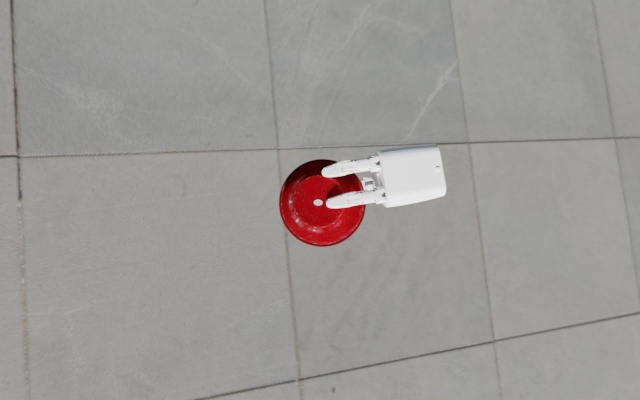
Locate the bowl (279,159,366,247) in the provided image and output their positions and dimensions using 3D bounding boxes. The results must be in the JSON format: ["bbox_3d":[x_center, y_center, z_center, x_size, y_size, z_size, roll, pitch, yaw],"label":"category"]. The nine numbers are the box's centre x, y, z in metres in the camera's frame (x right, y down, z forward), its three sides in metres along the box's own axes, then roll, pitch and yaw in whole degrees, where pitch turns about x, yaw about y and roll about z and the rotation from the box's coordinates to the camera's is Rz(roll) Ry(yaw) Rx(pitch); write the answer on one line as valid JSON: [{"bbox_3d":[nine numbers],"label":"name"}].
[{"bbox_3d":[-0.001,0.003,0.851,0.162,0.162,0.055,0,-3,7],"label":"bowl"}]
